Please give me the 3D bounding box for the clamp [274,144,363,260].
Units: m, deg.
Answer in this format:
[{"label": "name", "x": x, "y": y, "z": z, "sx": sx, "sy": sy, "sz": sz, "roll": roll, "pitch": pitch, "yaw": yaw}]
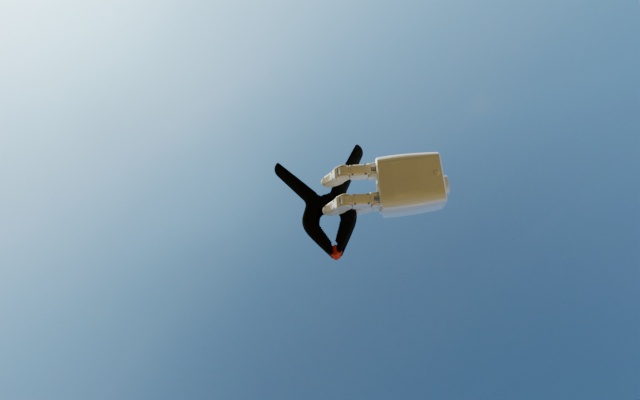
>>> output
[{"label": "clamp", "x": 0.001, "y": 0.004, "z": 0.839, "sx": 0.164, "sy": 0.210, "sz": 0.036, "roll": -7, "pitch": -26, "yaw": 8}]
